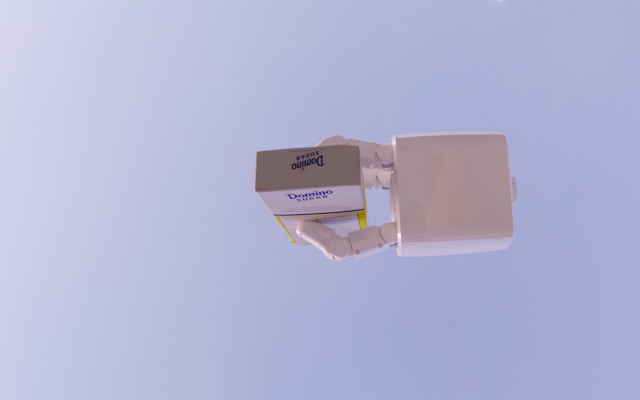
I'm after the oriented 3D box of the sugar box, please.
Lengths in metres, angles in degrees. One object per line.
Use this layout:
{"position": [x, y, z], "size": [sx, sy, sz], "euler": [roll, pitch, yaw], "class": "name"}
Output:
{"position": [0.000, 0.001, 0.484], "size": [0.093, 0.048, 0.176], "euler": [-3, -23, 6], "class": "sugar box"}
